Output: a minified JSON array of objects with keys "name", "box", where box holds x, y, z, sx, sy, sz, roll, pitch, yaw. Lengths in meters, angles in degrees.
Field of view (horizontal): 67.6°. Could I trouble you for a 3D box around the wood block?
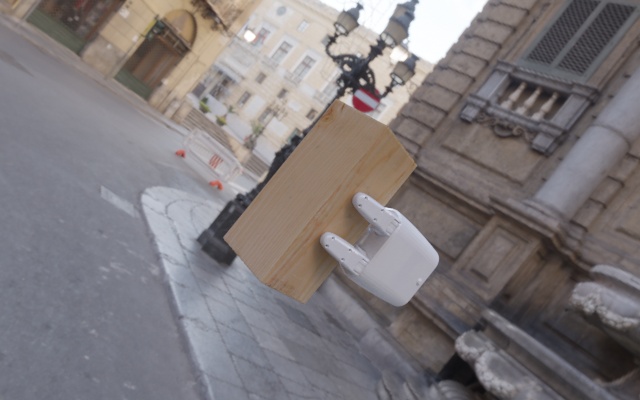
[{"name":"wood block","box":[0.000,0.002,0.547,0.090,0.206,0.090,39,-1,42]}]
